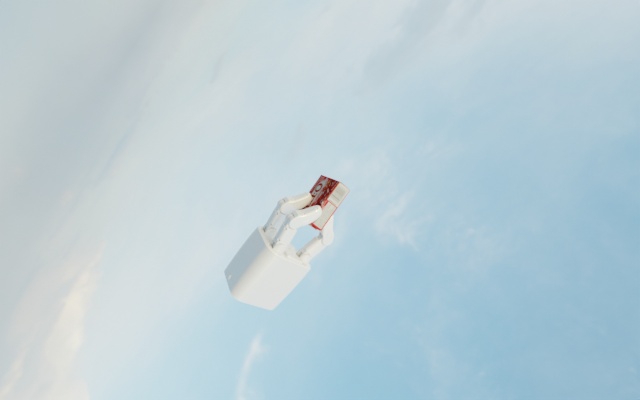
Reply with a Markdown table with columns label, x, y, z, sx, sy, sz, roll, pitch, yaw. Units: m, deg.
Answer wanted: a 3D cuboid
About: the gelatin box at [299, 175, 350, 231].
| label | x | y | z | sx | sy | sz | roll | pitch | yaw |
| --- | --- | --- | --- | --- | --- | --- | --- | --- | --- |
| gelatin box | 0.001 | 0.003 | 0.826 | 0.030 | 0.089 | 0.073 | 39 | -6 | -28 |
